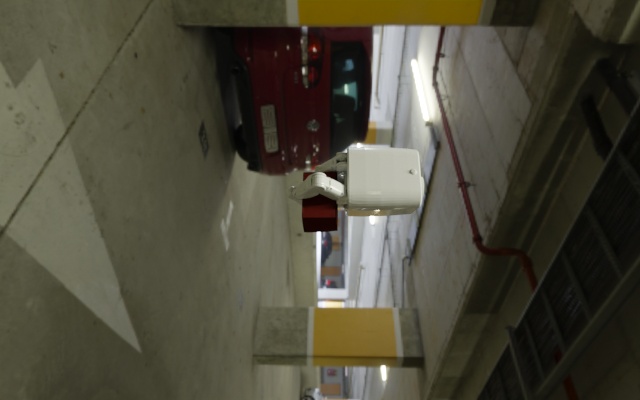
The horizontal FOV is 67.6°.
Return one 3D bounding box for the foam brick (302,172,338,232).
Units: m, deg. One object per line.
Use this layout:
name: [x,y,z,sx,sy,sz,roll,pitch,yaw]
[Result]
foam brick: [0.000,0.003,0.711,0.051,0.078,0.053,0,-25,2]
